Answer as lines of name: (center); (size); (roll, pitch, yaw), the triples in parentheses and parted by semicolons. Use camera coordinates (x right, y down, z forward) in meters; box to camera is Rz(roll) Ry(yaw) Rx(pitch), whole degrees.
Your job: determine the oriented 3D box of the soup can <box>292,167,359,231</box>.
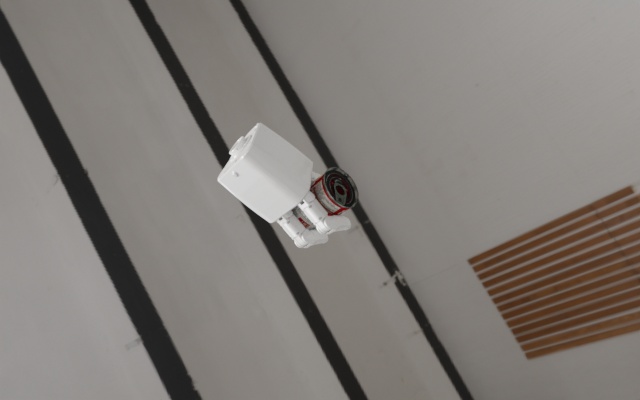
soup can: (0.000, 0.003, 0.741); (0.068, 0.068, 0.102); (0, -26, -44)
